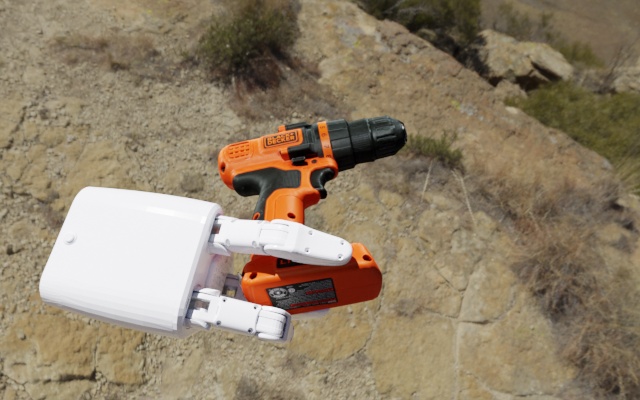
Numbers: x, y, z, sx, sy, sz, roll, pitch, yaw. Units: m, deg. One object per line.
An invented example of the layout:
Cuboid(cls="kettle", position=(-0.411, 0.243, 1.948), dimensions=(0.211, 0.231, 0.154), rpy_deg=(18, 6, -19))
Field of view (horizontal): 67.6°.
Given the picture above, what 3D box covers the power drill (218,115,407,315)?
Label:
Cuboid(cls="power drill", position=(0.000, 0.002, 0.419), dimensions=(0.184, 0.187, 0.057), rpy_deg=(-12, -45, 4))
